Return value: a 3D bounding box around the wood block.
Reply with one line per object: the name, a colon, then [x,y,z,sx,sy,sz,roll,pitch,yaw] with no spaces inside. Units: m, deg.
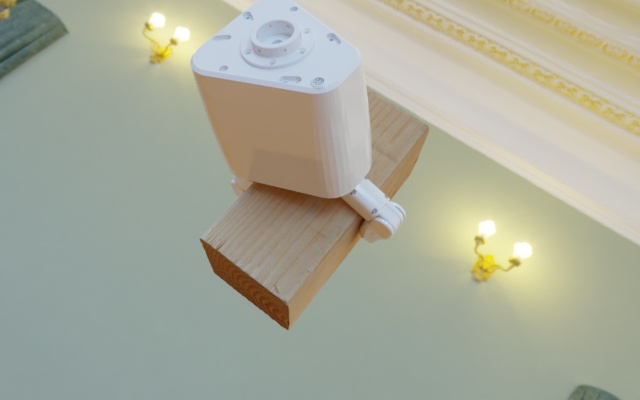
wood block: [0.000,0.001,0.436,0.091,0.206,0.090,35,-24,14]
